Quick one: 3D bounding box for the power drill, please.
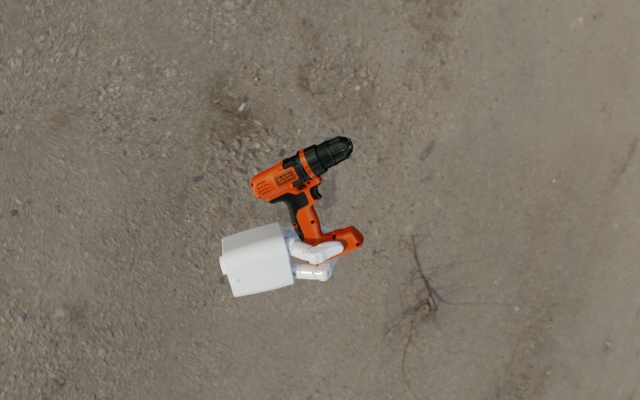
[{"bbox_3d":[0.000,0.003,0.800,0.184,0.188,0.057,-24,13,17],"label":"power drill"}]
